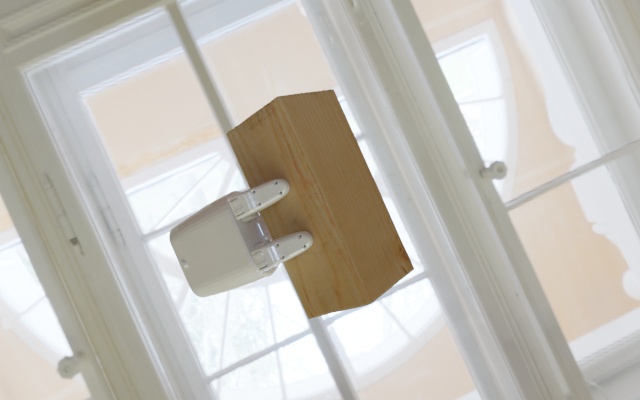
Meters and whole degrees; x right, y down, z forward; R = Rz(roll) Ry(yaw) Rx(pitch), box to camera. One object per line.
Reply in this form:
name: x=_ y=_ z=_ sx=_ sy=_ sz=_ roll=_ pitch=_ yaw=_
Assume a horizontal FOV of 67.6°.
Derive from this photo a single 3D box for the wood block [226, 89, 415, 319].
wood block: x=0.000 y=0.002 z=0.491 sx=0.090 sy=0.206 sz=0.091 roll=-25 pitch=-1 yaw=40
